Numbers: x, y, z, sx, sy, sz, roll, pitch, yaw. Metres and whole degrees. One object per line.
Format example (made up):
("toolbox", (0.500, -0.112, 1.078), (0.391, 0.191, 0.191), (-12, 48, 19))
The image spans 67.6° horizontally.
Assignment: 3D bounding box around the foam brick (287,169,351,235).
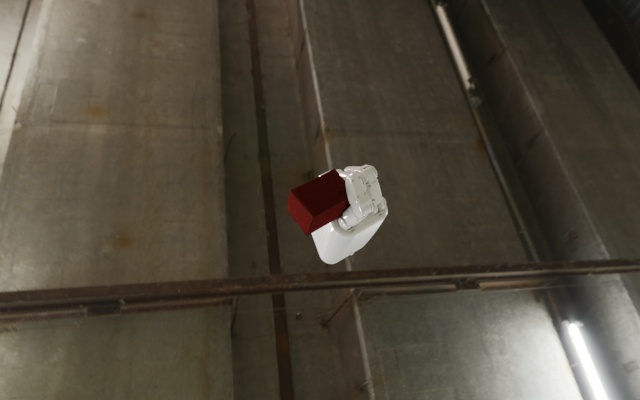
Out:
("foam brick", (0.000, 0.002, 0.663), (0.078, 0.053, 0.051), (-27, -22, -28))
